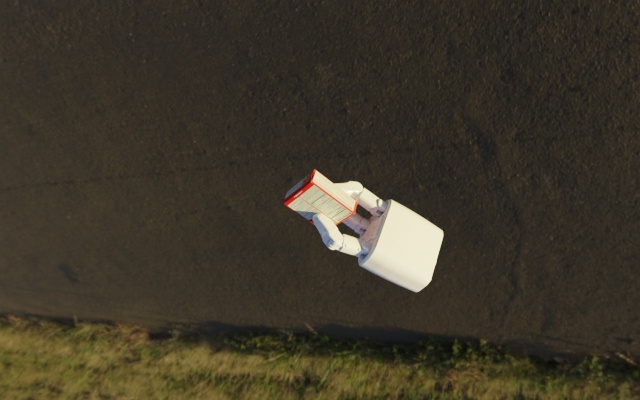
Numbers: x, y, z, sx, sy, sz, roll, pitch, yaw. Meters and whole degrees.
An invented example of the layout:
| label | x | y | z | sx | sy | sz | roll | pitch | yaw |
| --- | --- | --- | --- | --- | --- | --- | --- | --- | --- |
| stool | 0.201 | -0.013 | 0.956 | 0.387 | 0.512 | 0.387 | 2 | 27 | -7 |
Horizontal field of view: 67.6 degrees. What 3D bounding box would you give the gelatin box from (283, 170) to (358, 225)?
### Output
| label | x | y | z | sx | sy | sz | roll | pitch | yaw |
| --- | --- | --- | --- | --- | --- | --- | --- | --- | --- |
| gelatin box | 0.000 | 0.003 | 0.732 | 0.089 | 0.030 | 0.073 | 35 | -45 | -20 |
